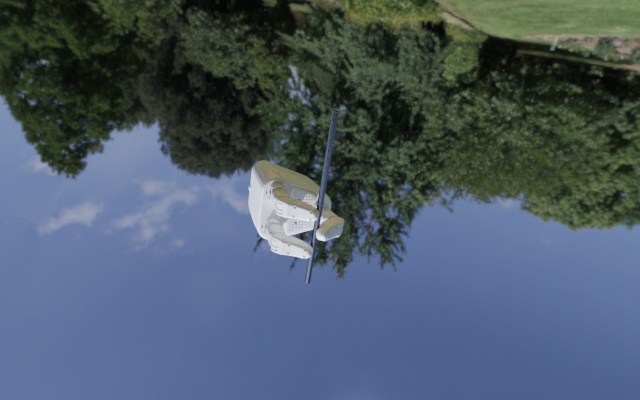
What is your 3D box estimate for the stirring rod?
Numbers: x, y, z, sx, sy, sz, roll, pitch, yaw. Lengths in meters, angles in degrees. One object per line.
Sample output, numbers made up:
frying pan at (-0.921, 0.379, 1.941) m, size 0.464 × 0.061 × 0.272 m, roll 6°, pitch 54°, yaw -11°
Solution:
stirring rod at (0.000, 0.002, 0.628) m, size 0.011 × 0.240 × 0.011 m, roll 8°, pitch 19°, yaw -3°
